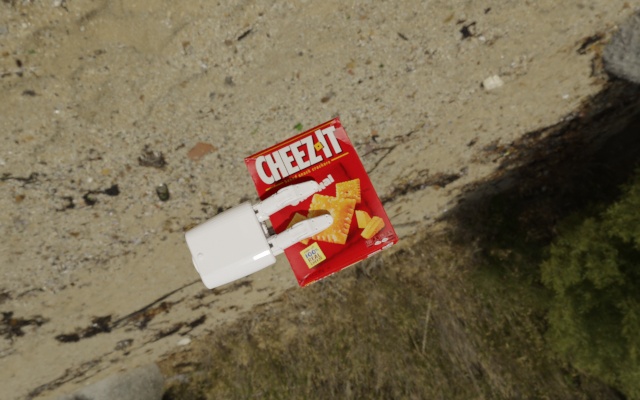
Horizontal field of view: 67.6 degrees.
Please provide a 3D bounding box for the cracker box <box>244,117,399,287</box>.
[{"bbox_3d":[0.000,0.003,0.735,0.164,0.213,0.072,-24,-10,-3],"label":"cracker box"}]
